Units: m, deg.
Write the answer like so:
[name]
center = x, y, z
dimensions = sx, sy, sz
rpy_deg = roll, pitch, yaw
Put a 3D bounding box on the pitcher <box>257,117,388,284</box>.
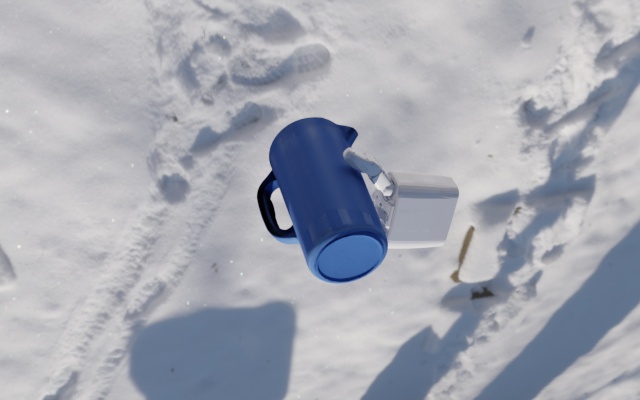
[pitcher]
center = 0.000, 0.002, 0.691
dimensions = 0.145, 0.149, 0.242
rpy_deg = 4, 39, -20
